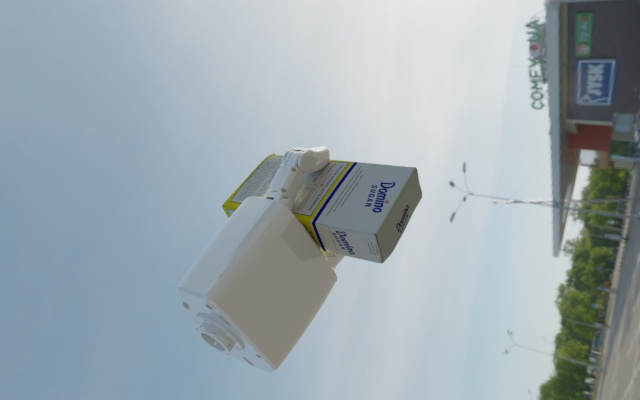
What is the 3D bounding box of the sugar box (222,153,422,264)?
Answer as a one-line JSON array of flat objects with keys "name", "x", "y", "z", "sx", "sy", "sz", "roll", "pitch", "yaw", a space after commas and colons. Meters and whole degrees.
[{"name": "sugar box", "x": 0.000, "y": 0.002, "z": 0.471, "sx": 0.176, "sy": 0.048, "sz": 0.093, "roll": 11, "pitch": 48, "yaw": 32}]
